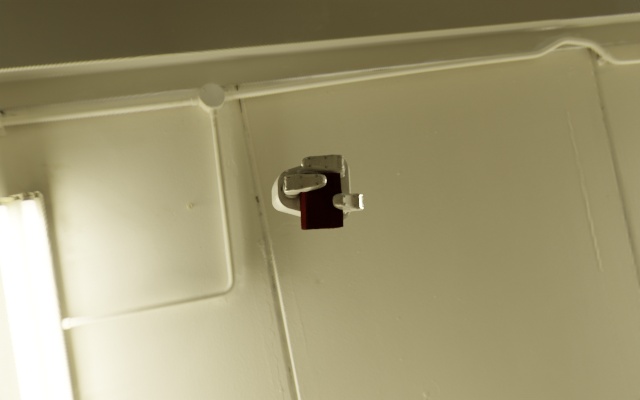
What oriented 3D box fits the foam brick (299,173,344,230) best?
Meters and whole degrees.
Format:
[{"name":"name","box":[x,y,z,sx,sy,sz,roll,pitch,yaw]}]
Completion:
[{"name":"foam brick","box":[0.000,0.002,0.669,0.053,0.078,0.051,-1,-6,-11]}]
